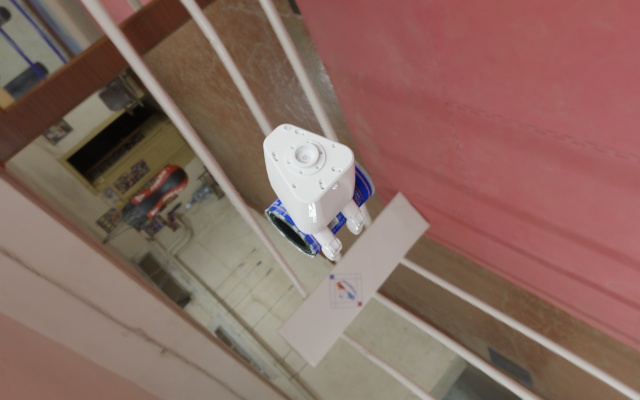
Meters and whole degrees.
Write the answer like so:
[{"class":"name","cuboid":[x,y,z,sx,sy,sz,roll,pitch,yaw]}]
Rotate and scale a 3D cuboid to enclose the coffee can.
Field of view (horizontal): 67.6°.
[{"class":"coffee can","cuboid":[0.000,0.002,0.731,0.140,0.103,0.103,-46,16,-16]}]
